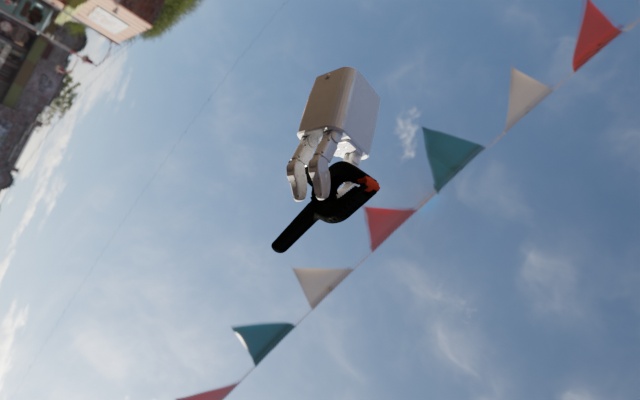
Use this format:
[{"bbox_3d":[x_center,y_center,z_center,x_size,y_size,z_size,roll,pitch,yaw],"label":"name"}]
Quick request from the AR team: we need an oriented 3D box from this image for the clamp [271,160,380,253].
[{"bbox_3d":[0.001,0.002,0.718,0.036,0.164,0.210,24,-17,-36],"label":"clamp"}]
